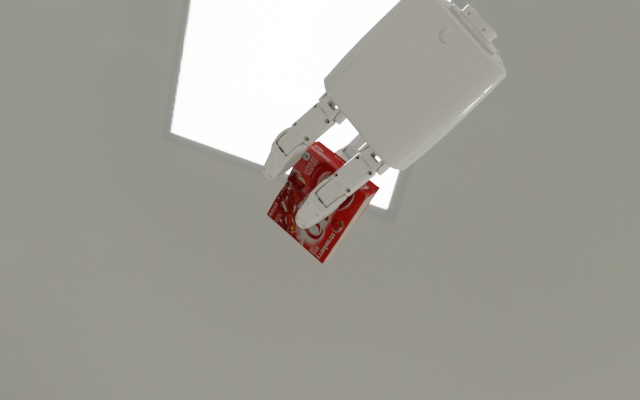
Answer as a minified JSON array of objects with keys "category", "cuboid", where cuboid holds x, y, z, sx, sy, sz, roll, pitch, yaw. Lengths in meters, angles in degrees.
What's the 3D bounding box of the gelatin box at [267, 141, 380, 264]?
[{"category":"gelatin box","cuboid":[0.000,0.002,0.438,0.073,0.089,0.030,40,33,13]}]
